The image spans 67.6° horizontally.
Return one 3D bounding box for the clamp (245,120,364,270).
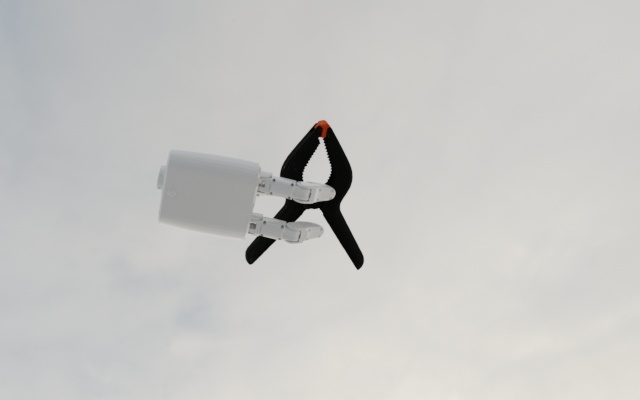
[{"bbox_3d":[0.000,0.001,0.632,0.164,0.210,0.036,11,18,-14],"label":"clamp"}]
